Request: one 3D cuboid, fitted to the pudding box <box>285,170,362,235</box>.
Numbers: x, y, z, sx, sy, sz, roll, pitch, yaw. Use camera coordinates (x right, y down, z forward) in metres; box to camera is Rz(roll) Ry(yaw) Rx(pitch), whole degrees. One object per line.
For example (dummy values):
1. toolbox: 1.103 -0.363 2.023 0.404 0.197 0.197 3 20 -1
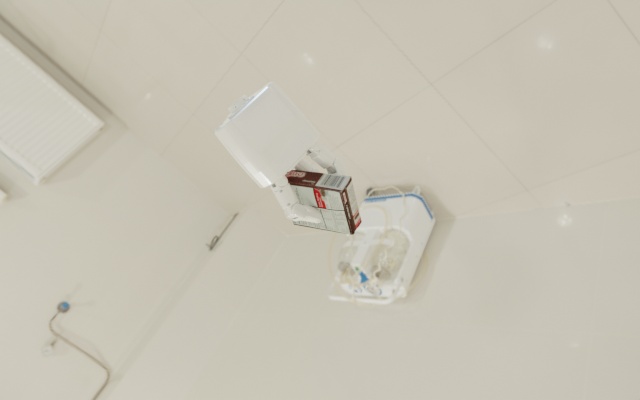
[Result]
1. pudding box: 0.000 0.002 0.736 0.113 0.090 0.039 10 45 31
